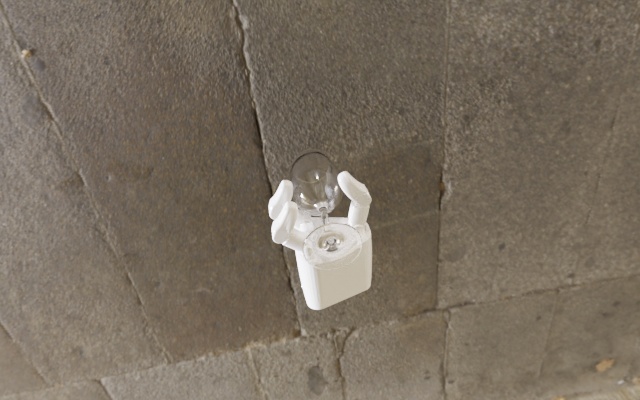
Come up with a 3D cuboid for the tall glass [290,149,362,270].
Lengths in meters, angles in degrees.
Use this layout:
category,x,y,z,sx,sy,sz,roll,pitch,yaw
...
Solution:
category,x,y,z,sx,sy,sz,roll,pitch,yaw
tall glass,0.000,0.002,0.663,0.079,0.079,0.201,0,34,-10
